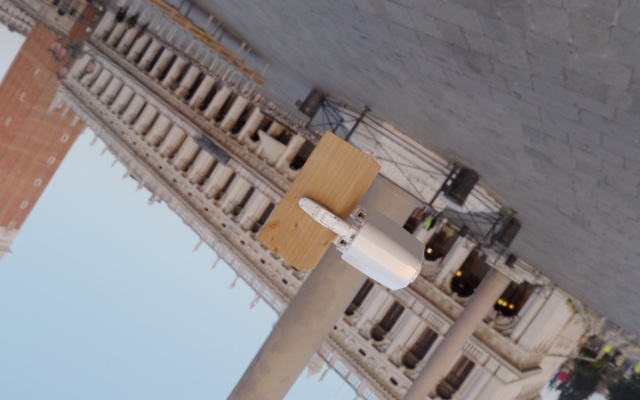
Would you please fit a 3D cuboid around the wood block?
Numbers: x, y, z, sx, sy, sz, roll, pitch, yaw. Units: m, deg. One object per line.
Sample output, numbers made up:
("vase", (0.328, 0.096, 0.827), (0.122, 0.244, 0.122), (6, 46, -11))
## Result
("wood block", (0.000, 0.003, 0.776), (0.090, 0.206, 0.091), (34, 4, 16))
